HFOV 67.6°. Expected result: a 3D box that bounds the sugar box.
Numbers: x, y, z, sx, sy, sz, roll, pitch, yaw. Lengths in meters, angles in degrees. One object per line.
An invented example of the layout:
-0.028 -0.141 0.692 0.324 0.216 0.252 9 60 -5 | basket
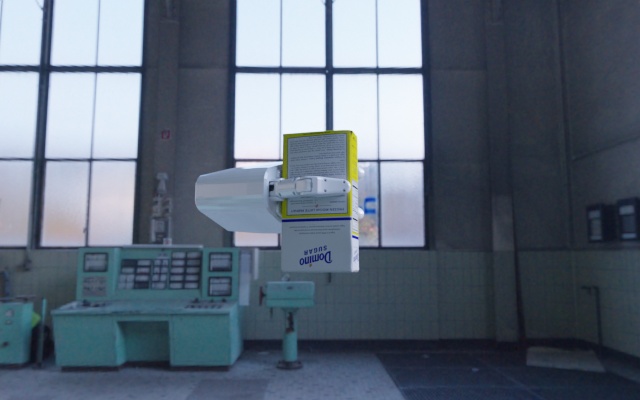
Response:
0.000 0.002 0.604 0.093 0.176 0.048 -2 -6 17 | sugar box
